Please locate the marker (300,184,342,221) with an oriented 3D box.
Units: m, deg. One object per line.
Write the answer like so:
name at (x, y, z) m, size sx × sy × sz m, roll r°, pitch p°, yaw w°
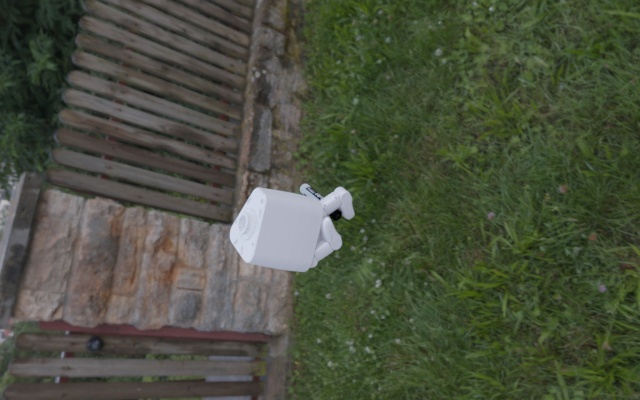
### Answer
marker at (0.000, 0.003, 0.811) m, size 0.020 × 0.020 × 0.121 m, roll 0°, pitch 24°, yaw -32°
